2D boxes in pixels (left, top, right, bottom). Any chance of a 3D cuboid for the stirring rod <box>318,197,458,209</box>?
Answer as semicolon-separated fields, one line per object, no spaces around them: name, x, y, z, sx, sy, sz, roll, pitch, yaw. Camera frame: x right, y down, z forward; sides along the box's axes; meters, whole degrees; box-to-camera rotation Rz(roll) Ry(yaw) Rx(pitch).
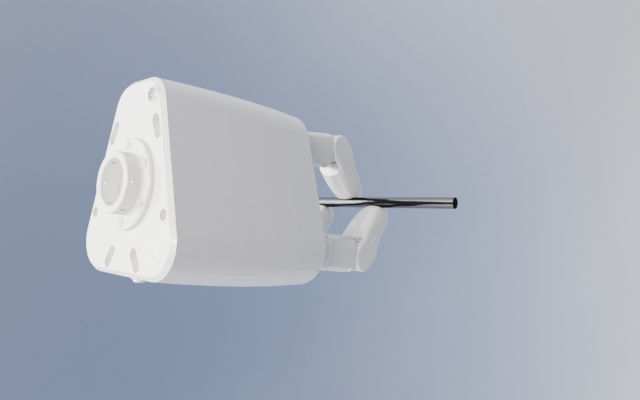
stirring rod;0.000;0.001;0.401;0.239;0.011;0.011;0;0;41
